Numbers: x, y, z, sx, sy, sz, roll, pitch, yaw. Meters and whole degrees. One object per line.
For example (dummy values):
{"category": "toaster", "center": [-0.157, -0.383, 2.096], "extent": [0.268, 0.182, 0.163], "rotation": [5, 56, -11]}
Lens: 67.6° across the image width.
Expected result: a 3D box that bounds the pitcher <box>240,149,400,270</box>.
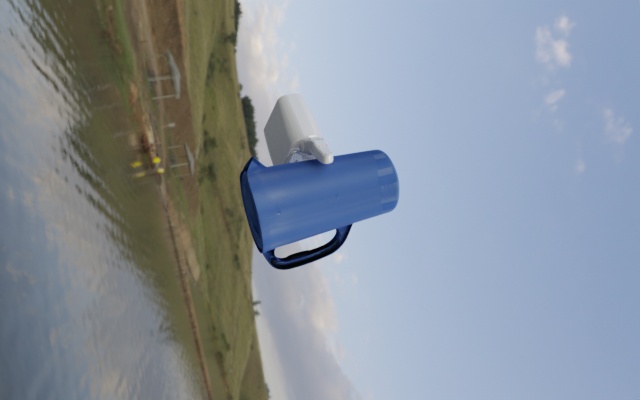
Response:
{"category": "pitcher", "center": [0.000, 0.002, 0.772], "extent": [0.243, 0.145, 0.149], "rotation": [-13, -32, -16]}
